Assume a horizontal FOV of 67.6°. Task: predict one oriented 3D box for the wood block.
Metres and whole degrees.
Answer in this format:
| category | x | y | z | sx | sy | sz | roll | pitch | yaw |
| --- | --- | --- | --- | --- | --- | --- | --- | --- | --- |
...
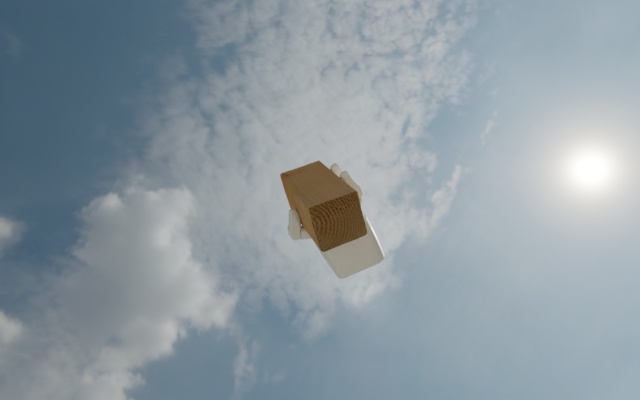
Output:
| category | x | y | z | sx | sy | sz | roll | pitch | yaw |
| --- | --- | --- | --- | --- | --- | --- | --- | --- | --- |
| wood block | 0.000 | 0.003 | 0.898 | 0.091 | 0.090 | 0.206 | -21 | 24 | -11 |
